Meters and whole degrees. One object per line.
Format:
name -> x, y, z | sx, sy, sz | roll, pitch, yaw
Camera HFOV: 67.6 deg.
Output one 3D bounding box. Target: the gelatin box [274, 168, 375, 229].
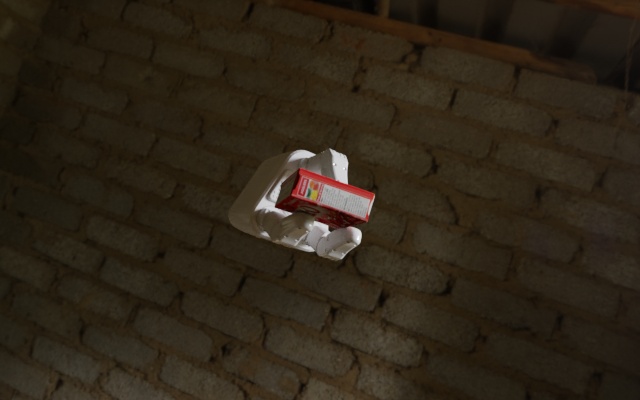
gelatin box -> 0.000, 0.001, 0.454 | 0.073, 0.030, 0.089 | 19, -12, -12
